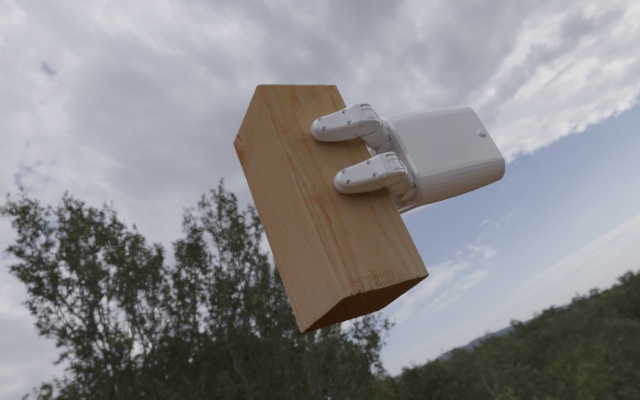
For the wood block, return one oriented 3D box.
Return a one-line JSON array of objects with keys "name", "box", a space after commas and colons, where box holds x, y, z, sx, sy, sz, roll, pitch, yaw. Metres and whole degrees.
[{"name": "wood block", "box": [0.000, 0.001, 0.441, 0.090, 0.206, 0.091, -8, -27, -30]}]
